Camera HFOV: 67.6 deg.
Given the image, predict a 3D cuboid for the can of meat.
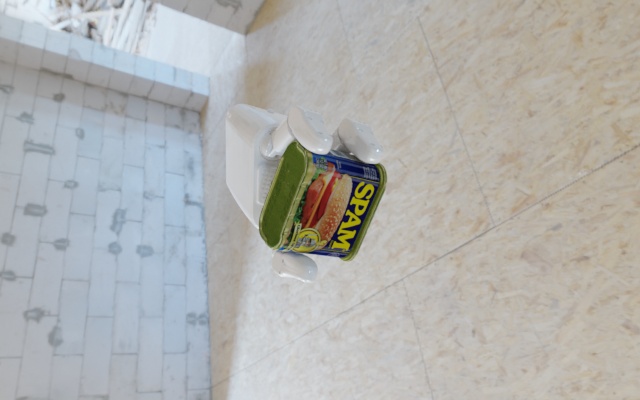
[{"bbox_3d":[0.000,0.001,0.437,0.084,0.102,0.057,11,20,-32],"label":"can of meat"}]
